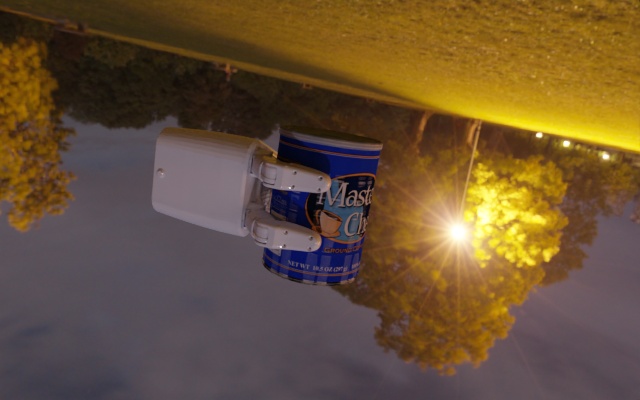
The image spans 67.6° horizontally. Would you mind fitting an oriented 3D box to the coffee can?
[{"bbox_3d":[0.000,0.001,0.485,0.103,0.140,0.102,9,12,-2],"label":"coffee can"}]
